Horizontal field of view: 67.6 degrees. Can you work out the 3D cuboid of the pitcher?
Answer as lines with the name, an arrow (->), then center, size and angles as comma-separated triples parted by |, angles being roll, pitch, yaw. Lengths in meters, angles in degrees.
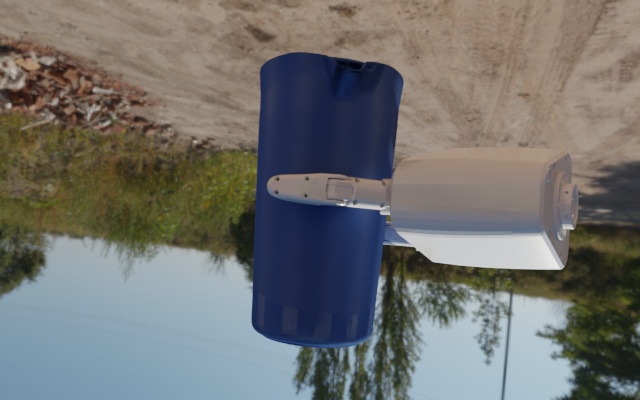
pitcher -> 0.000, 0.001, 0.445 | 0.145, 0.243, 0.149 | 2, -6, 34
